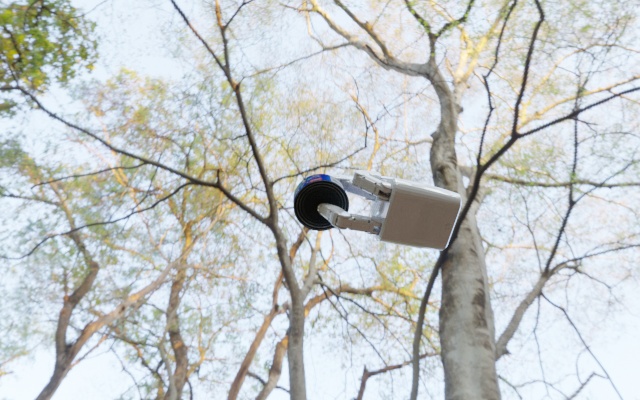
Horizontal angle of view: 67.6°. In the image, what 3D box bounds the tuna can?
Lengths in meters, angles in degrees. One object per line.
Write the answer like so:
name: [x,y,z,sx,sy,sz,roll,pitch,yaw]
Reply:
tuna can: [0.000,0.002,0.743,0.086,0.086,0.033,0,25,-6]
